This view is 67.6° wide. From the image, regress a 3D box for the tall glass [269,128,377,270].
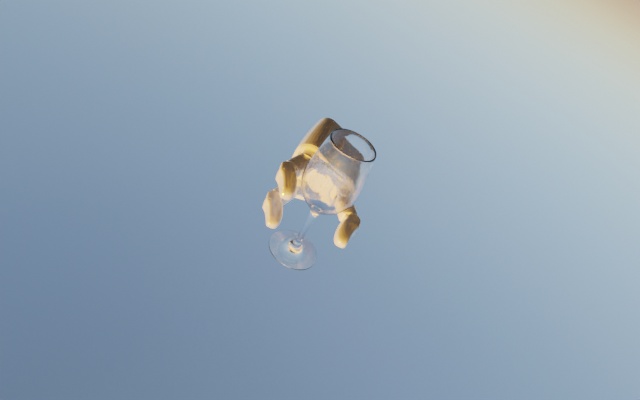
[{"bbox_3d":[0.000,0.003,0.629,0.079,0.079,0.201,0,-43,-33],"label":"tall glass"}]
